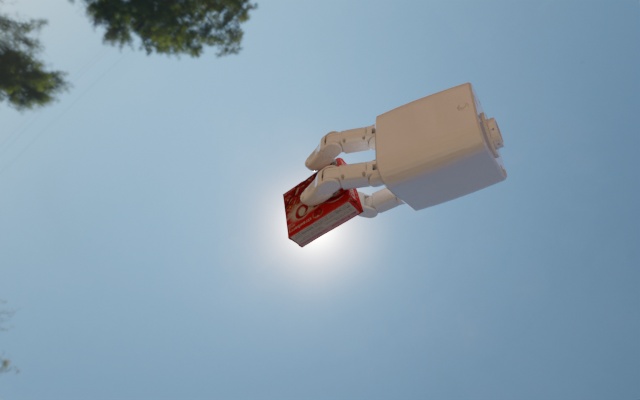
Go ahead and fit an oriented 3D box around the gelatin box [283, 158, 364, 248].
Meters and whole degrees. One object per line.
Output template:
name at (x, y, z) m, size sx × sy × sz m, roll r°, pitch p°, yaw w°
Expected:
gelatin box at (0.000, 0.002, 0.553) m, size 0.089 × 0.073 × 0.030 m, roll -32°, pitch -49°, yaw 19°
